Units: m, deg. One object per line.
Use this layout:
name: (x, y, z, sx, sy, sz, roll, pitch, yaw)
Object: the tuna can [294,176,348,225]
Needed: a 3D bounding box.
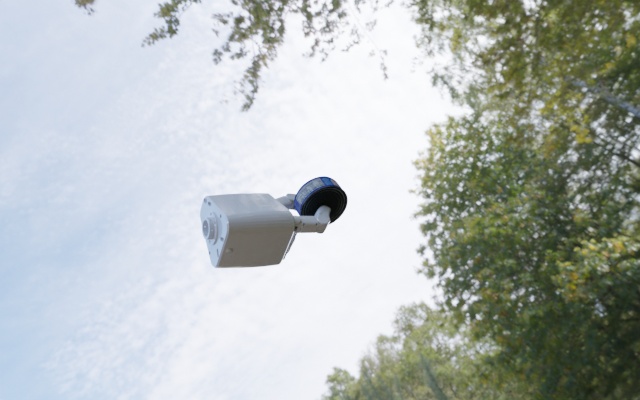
tuna can: (0.000, 0.002, 0.795, 0.086, 0.086, 0.033, 0, 36, -31)
